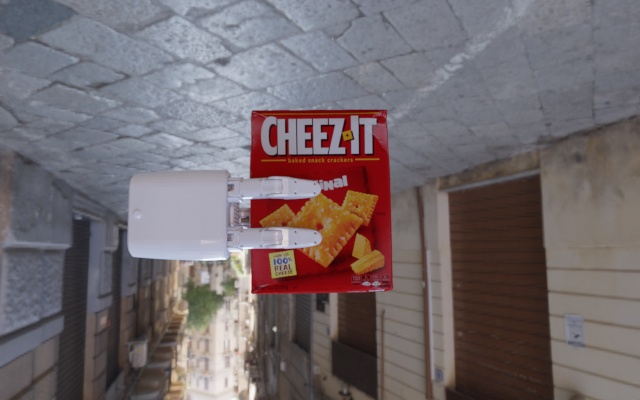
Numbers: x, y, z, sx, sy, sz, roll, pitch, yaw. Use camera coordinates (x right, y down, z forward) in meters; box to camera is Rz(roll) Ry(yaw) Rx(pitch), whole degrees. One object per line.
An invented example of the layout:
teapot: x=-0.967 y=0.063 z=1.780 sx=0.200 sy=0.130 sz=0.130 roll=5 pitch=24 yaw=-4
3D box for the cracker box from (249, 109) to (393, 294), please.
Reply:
cracker box: x=0.000 y=0.002 z=0.571 sx=0.164 sy=0.213 sz=0.072 roll=-1 pitch=-6 yaw=-2
